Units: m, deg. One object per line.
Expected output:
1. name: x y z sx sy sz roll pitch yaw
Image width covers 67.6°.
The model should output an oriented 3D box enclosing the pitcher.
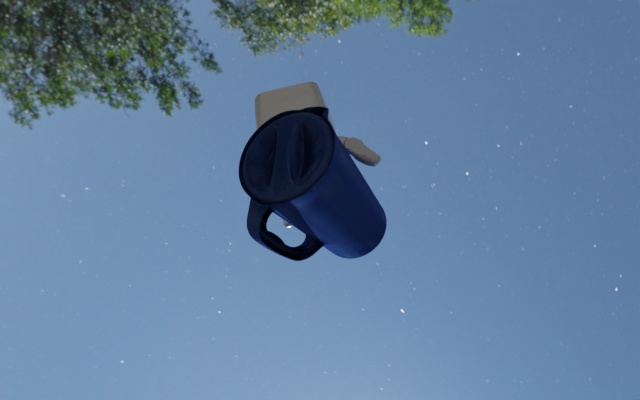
1. pitcher: 0.000 0.002 0.663 0.149 0.145 0.243 -26 -35 14
